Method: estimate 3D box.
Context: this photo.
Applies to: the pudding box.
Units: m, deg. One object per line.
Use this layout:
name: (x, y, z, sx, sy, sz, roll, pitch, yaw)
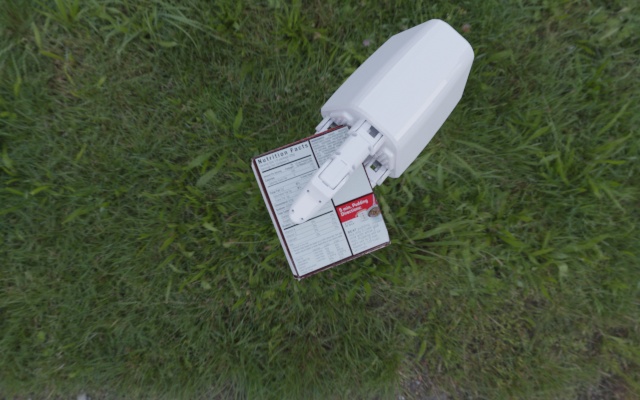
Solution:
pudding box: (0.000, 0.001, 0.416, 0.090, 0.113, 0.039, -20, -3, -8)
